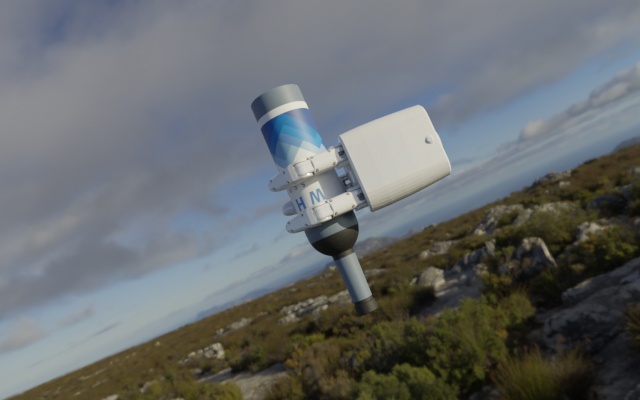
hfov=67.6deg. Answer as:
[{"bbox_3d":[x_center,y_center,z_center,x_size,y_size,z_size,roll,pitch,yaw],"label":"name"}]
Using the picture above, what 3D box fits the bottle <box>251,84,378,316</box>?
[{"bbox_3d":[0.000,0.002,0.598,0.069,0.295,0.069,-23,-5,-2],"label":"bottle"}]
